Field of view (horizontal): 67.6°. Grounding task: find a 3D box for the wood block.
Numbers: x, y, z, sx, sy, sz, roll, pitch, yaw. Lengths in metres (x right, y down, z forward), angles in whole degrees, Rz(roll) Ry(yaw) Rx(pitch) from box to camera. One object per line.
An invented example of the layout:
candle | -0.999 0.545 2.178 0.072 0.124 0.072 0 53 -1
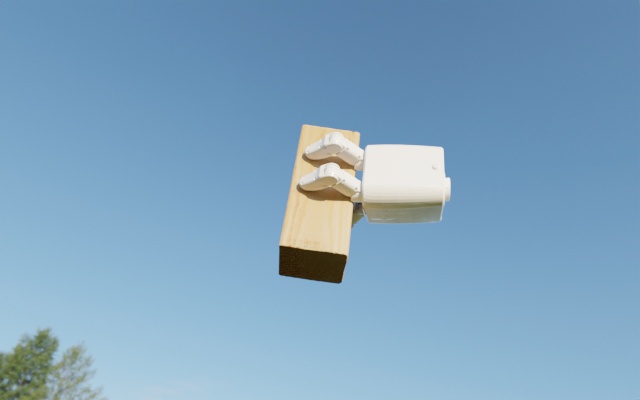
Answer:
wood block | 0.001 0.002 0.684 0.090 0.206 0.091 8 -35 1
